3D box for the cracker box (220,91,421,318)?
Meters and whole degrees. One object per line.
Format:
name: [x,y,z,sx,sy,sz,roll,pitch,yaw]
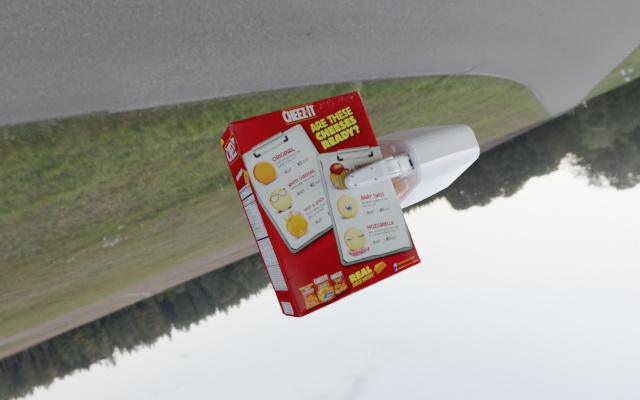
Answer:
cracker box: [0.000,0.002,0.544,0.164,0.213,0.072,-19,-2,-25]
